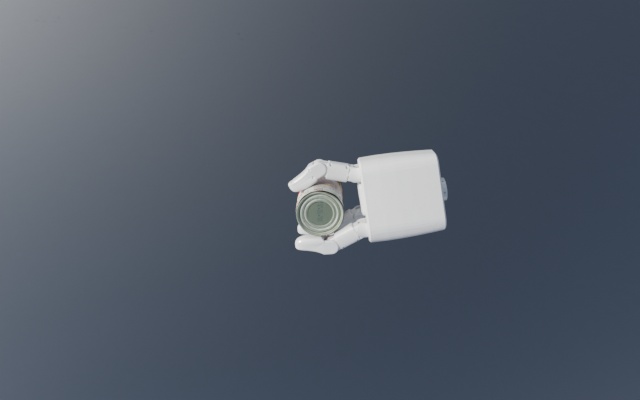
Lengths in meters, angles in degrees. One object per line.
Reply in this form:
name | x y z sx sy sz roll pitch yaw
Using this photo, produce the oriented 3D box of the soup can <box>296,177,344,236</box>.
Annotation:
soup can | 0.000 0.002 0.688 0.068 0.068 0.102 0 19 1
